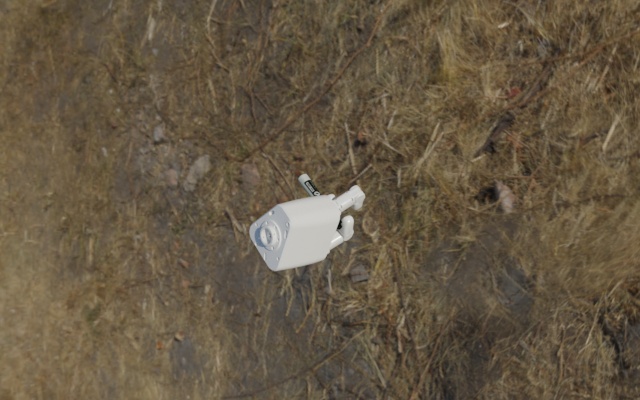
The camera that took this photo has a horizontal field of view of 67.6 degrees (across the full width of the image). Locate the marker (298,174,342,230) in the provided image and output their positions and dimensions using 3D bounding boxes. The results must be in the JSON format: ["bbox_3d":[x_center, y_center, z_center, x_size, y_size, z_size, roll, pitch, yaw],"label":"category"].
[{"bbox_3d":[0.000,0.003,0.825,0.020,0.121,0.020,-29,-26,-16],"label":"marker"}]
